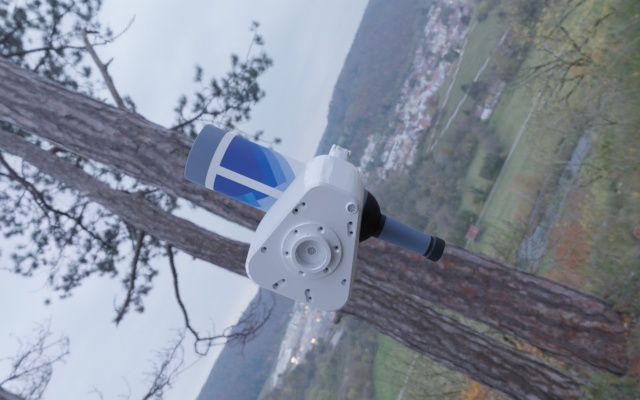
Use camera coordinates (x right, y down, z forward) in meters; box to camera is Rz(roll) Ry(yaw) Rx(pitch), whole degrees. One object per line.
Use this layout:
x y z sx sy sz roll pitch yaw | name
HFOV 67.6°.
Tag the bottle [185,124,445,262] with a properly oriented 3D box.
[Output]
0.000 0.002 0.536 0.296 0.069 0.069 22 -1 -3 | bottle
